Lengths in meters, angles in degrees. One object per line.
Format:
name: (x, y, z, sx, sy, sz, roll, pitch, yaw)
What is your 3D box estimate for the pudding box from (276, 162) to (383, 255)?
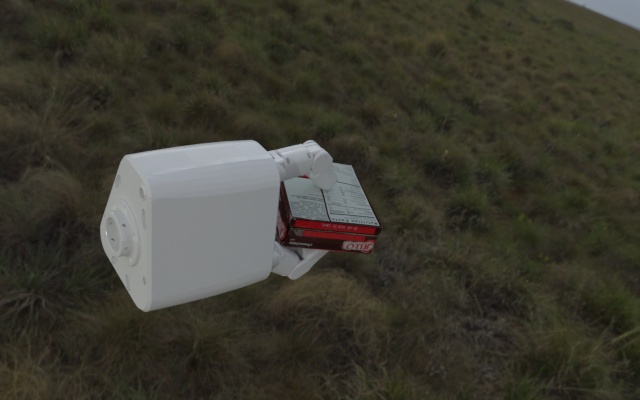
pudding box: (0.000, 0.001, 0.467, 0.090, 0.039, 0.113, 8, 35, -20)
